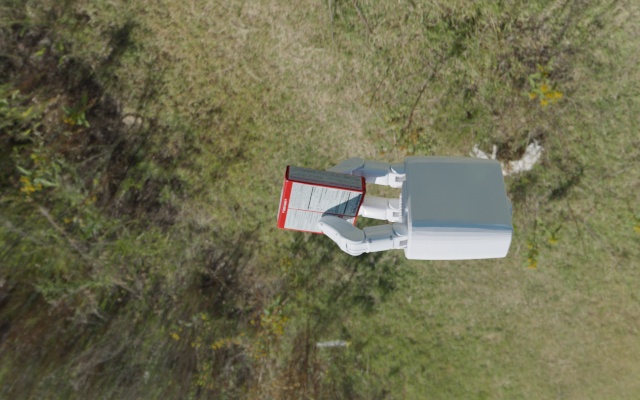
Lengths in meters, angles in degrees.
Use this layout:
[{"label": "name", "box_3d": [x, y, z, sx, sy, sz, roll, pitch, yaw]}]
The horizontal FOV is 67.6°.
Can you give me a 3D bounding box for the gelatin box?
[{"label": "gelatin box", "box_3d": [0.000, 0.002, 0.534, 0.089, 0.073, 0.030, 7, 42, -8]}]
